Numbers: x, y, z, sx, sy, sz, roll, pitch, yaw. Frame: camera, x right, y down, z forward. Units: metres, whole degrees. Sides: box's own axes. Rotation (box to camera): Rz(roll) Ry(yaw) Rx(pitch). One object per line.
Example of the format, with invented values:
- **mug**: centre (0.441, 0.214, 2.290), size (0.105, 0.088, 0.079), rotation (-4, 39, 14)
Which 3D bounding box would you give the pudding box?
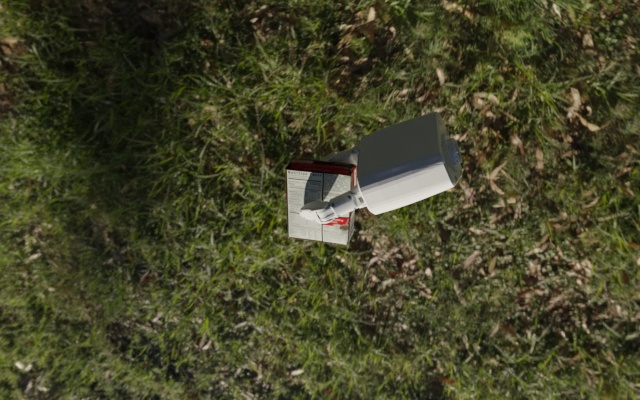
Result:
- **pudding box**: centre (0.000, 0.002, 0.646), size (0.090, 0.113, 0.039), rotation (7, 29, 11)
